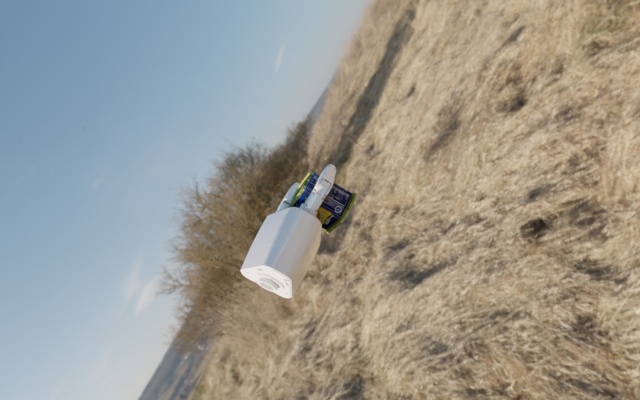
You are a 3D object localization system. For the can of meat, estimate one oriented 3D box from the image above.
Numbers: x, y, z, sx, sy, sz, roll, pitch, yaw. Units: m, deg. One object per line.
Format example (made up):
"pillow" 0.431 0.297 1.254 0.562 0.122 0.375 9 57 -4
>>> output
"can of meat" 0.000 0.002 0.787 0.084 0.057 0.102 29 -24 -6
